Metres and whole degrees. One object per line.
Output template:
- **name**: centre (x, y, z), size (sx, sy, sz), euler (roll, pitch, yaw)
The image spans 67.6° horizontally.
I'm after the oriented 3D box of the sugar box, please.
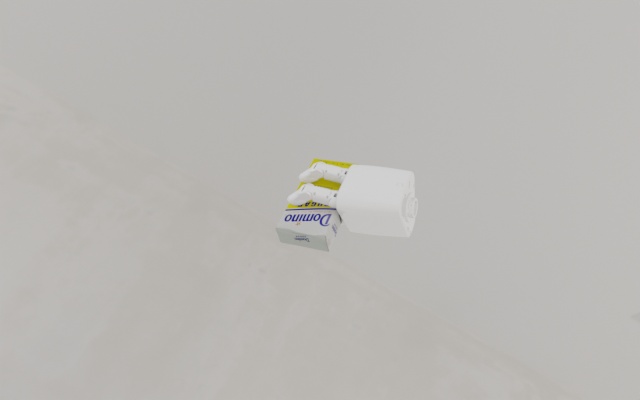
- **sugar box**: centre (0.000, 0.002, 0.837), size (0.093, 0.048, 0.176), euler (8, 47, 21)
